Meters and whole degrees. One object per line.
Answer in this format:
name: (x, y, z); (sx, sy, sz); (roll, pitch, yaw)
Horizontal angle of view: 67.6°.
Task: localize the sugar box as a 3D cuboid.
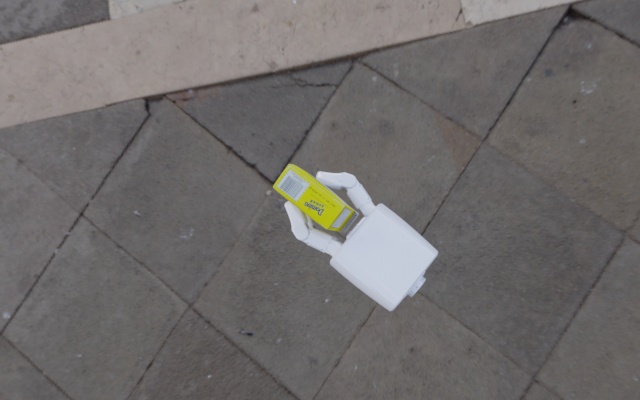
sugar box: (0.000, 0.003, 0.681); (0.093, 0.048, 0.176); (38, 0, 12)
